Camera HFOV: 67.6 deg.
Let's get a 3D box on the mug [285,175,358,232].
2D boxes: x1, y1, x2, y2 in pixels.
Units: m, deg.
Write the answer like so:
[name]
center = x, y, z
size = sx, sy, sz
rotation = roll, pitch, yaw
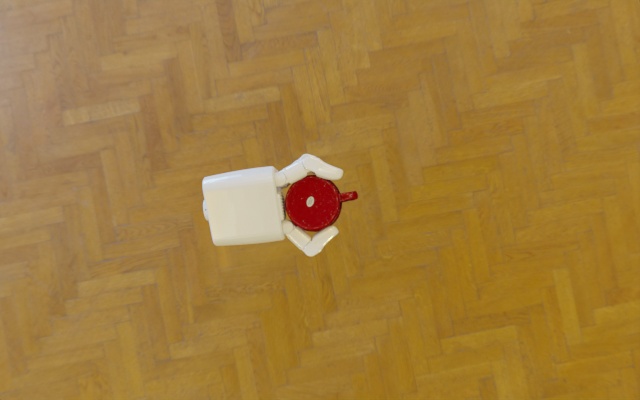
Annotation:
[mug]
center = 0.002, 0.002, 0.737
size = 0.117, 0.093, 0.081
rotation = -8, -1, 1
